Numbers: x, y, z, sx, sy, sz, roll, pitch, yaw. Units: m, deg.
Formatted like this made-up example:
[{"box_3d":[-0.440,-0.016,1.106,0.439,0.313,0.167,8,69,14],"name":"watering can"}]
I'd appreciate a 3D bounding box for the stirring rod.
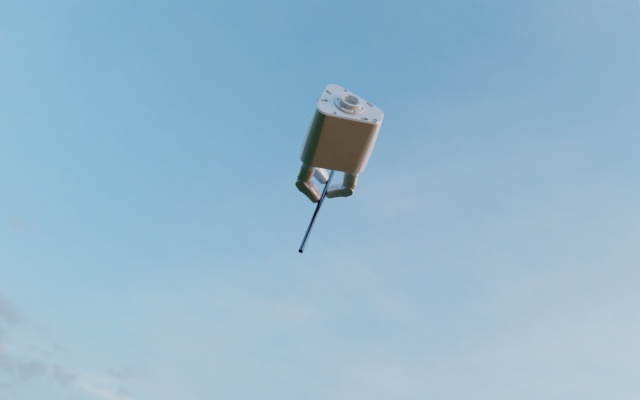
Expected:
[{"box_3d":[0.000,0.003,0.835,0.011,0.011,0.239,0,40,20],"name":"stirring rod"}]
